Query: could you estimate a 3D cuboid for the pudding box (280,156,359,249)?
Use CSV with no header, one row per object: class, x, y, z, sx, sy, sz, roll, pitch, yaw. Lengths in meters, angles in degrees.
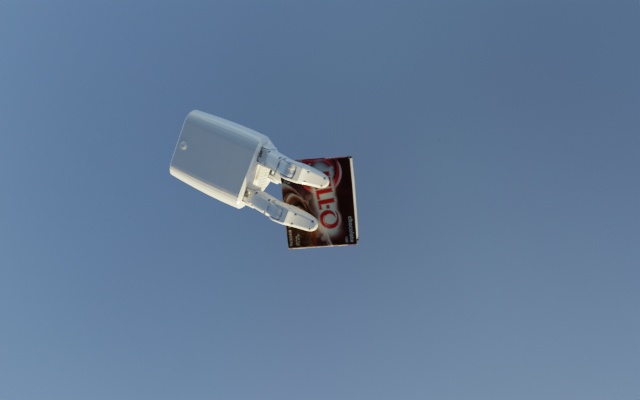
pudding box,0.000,0.002,0.610,0.090,0.113,0.039,-5,8,12
